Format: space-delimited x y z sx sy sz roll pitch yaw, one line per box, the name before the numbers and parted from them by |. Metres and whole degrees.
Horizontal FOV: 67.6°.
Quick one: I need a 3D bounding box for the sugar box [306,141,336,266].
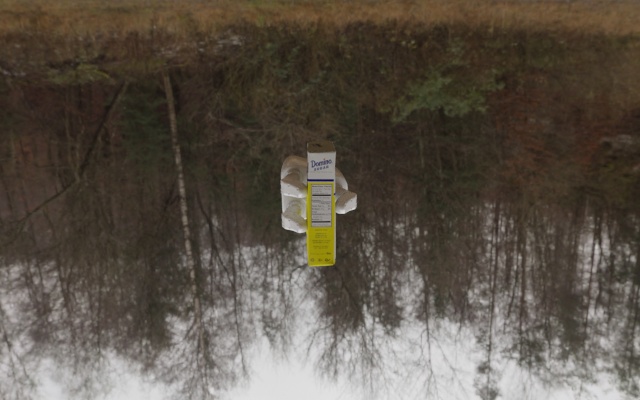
sugar box | 0.000 0.002 0.733 0.048 0.176 0.093 -3 16 -1
